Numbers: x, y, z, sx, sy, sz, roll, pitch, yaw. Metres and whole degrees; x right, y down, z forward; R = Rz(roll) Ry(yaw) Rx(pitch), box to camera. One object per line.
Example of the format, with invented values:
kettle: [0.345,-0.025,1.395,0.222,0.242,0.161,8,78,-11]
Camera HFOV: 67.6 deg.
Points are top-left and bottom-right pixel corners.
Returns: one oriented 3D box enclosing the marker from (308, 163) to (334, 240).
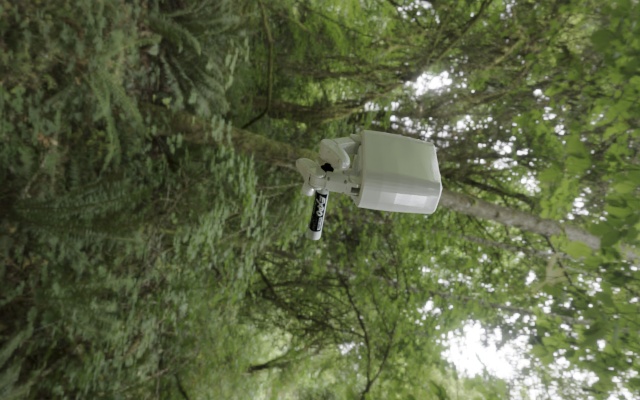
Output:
marker: [0.000,0.002,0.664,0.020,0.121,0.020,8,32,-5]
